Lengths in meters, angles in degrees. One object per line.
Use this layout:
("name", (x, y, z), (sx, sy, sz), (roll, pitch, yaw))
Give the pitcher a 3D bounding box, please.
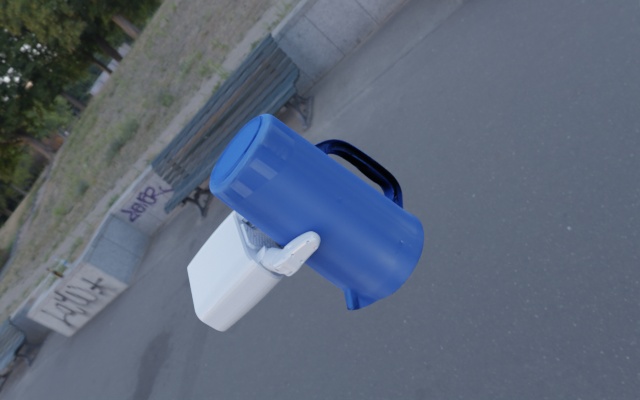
("pitcher", (0.000, 0.002, 0.570), (0.243, 0.145, 0.149), (37, 17, -24))
